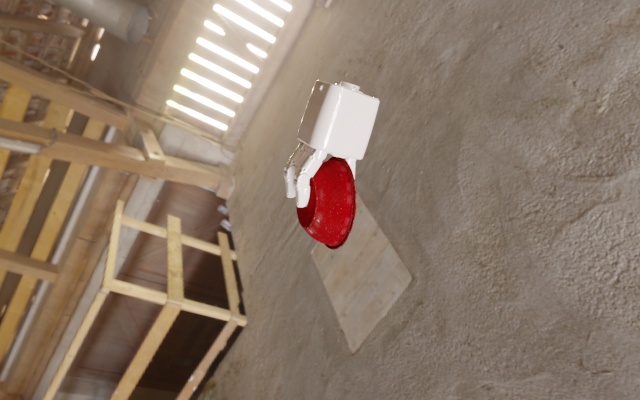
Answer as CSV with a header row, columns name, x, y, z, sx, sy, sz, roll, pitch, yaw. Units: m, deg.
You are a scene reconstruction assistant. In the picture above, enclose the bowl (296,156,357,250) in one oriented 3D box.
name,x,y,z,sx,sy,sz,roll,pitch,yaw
bowl,0.000,0.004,0.811,0.055,0.162,0.162,2,-1,-24
